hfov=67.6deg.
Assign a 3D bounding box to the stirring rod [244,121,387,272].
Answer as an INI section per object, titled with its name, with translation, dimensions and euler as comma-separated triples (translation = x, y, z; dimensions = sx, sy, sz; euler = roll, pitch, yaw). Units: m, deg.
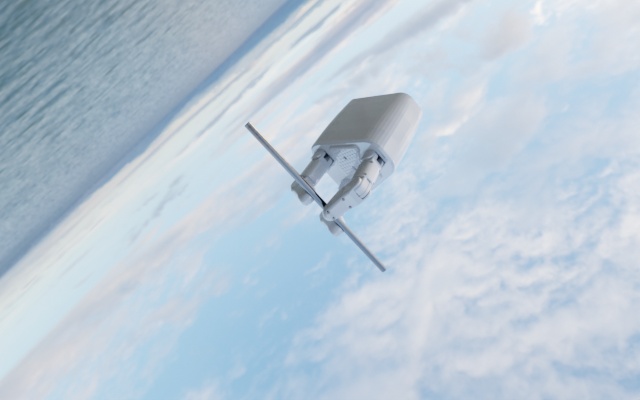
[stirring rod]
translation = 0.000, 0.002, 0.544
dimensions = 0.239, 0.011, 0.011
euler = 47, -19, -19
